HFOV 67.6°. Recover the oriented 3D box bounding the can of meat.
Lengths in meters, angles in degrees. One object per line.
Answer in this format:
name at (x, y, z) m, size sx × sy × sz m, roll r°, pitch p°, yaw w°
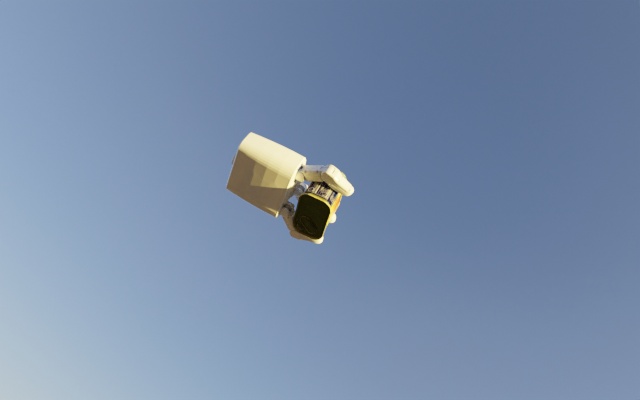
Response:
can of meat at (0.000, 0.002, 0.815) m, size 0.057 × 0.102 × 0.084 m, roll 25°, pitch 48°, yaw 7°
